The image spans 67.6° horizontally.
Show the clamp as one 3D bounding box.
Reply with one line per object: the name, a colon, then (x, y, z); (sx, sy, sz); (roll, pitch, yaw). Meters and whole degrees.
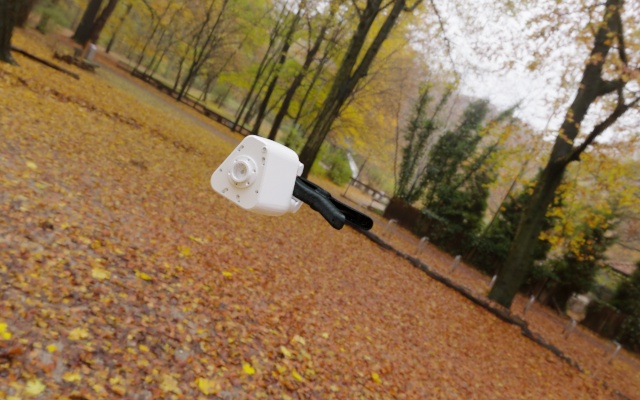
clamp: (0.000, 0.002, 0.792); (0.171, 0.039, 0.120); (30, 6, 20)
